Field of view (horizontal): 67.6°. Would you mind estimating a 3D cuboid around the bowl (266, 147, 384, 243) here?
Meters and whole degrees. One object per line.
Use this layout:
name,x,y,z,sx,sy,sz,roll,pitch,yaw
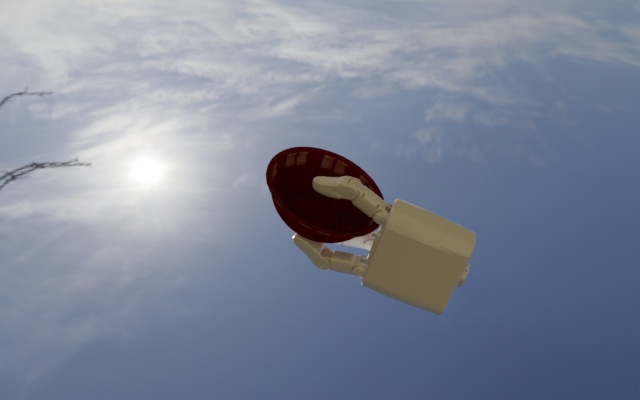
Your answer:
bowl,-0.001,0.002,0.620,0.162,0.162,0.055,0,-43,-29
